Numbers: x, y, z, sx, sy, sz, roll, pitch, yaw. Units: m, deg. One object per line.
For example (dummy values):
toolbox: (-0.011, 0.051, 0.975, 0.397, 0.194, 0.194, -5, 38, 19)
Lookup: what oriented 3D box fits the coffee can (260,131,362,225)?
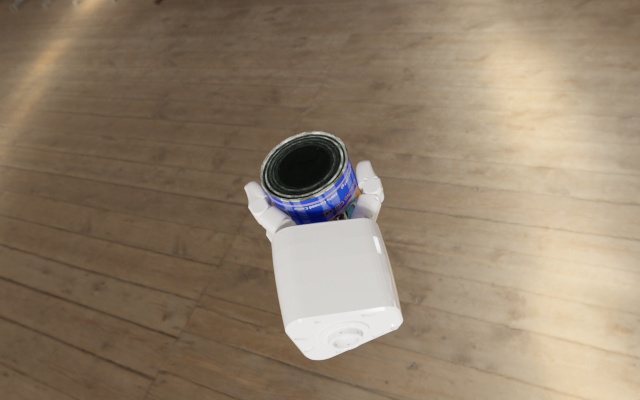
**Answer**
coffee can: (0.000, 0.002, 0.578, 0.103, 0.102, 0.140, 0, -38, 21)
